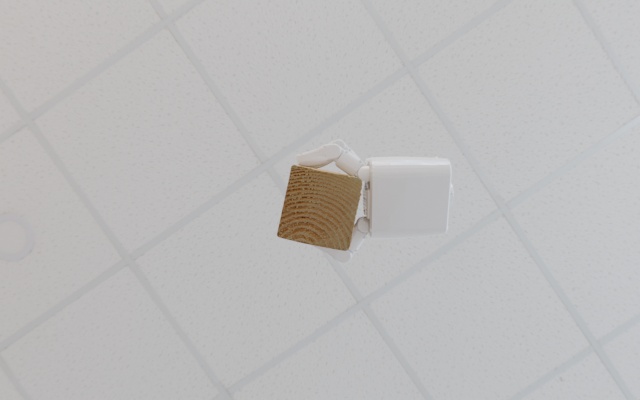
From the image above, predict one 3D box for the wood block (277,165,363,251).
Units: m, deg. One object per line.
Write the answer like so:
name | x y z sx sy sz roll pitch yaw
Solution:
wood block | 0.000 0.003 0.666 0.090 0.091 0.206 11 4 0
